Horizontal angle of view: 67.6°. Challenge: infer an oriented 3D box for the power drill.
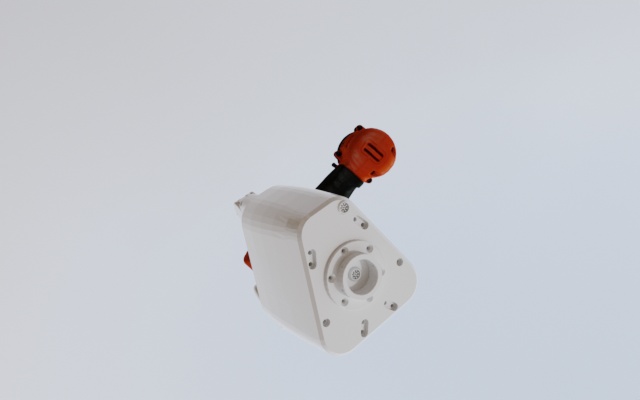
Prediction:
[{"bbox_3d":[0.000,0.002,0.515,0.057,0.187,0.184,39,2,-2],"label":"power drill"}]
